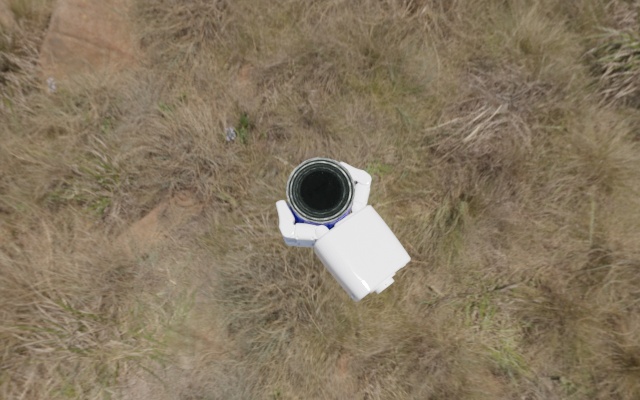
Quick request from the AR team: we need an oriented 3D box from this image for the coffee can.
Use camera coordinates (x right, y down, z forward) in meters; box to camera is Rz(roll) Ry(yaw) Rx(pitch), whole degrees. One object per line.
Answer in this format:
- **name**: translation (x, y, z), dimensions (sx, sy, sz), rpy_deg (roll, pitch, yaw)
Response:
- **coffee can**: translation (0.000, 0.002, 0.772), dimensions (0.103, 0.102, 0.140), rpy_deg (0, -15, 0)
